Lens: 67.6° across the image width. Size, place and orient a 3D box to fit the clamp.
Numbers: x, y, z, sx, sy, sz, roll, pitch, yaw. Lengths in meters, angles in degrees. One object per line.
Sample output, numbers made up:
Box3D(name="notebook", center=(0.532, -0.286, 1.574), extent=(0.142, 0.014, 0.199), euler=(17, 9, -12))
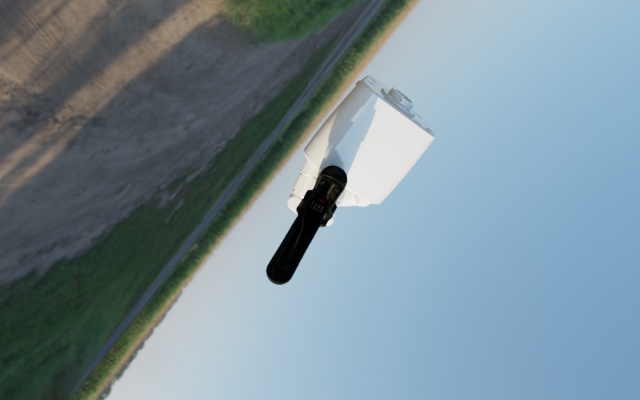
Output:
Box3D(name="clamp", center=(0.001, 0.002, 0.479), extent=(0.039, 0.120, 0.171), euler=(35, 23, -4))
